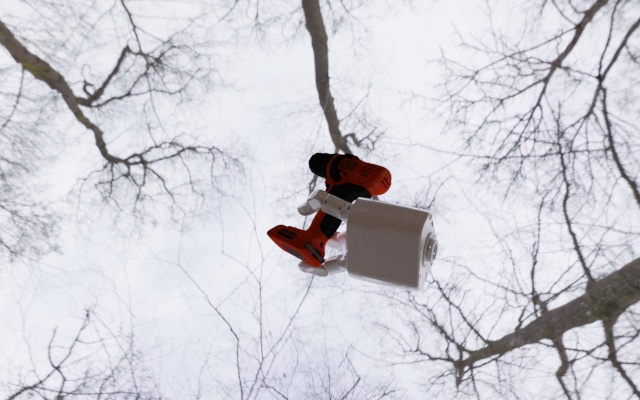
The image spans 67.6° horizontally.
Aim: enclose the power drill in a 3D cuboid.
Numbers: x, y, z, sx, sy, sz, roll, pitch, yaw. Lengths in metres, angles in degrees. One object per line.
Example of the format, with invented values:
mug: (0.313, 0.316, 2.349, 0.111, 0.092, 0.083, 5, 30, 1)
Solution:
power drill: (0.000, 0.003, 0.759, 0.184, 0.187, 0.057, 19, -23, 51)
